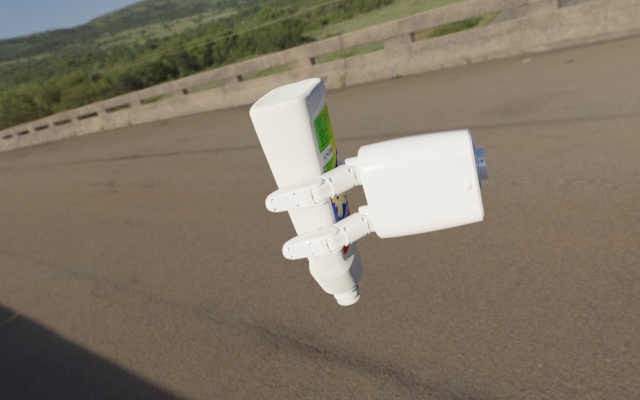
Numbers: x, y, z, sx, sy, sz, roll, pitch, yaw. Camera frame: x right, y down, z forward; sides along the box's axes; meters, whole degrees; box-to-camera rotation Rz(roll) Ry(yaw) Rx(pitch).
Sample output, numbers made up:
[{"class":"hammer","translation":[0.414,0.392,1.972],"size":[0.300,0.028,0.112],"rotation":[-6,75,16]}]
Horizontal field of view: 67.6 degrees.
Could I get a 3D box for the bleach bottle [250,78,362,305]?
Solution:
[{"class":"bleach bottle","translation":[0.000,0.002,0.528],"size":[0.068,0.251,0.102],"rotation":[-10,24,18]}]
